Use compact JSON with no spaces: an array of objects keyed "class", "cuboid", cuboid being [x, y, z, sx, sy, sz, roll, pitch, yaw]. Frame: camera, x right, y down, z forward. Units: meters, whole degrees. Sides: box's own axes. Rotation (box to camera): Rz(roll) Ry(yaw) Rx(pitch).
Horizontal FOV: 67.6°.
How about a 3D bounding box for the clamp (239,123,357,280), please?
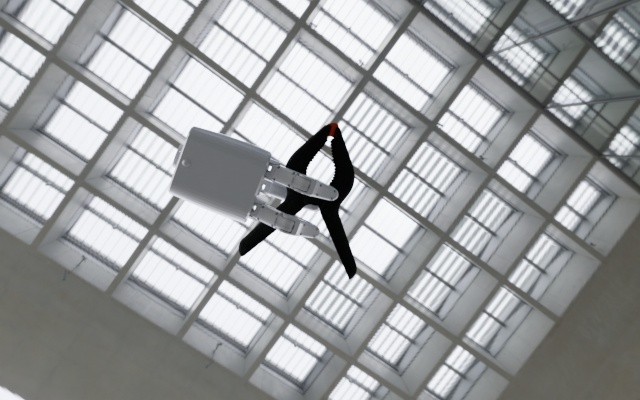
[{"class":"clamp","cuboid":[0.000,0.001,0.645,0.164,0.210,0.036,20,5,-11]}]
